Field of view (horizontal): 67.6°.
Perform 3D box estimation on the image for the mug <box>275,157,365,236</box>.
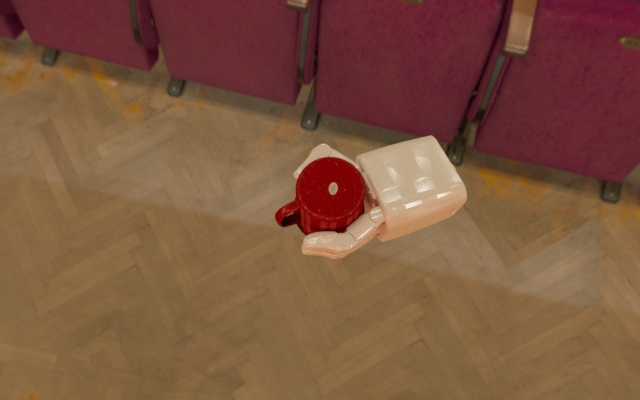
[{"bbox_3d":[-0.001,0.002,0.581,0.117,0.093,0.081,-18,-18,-7],"label":"mug"}]
